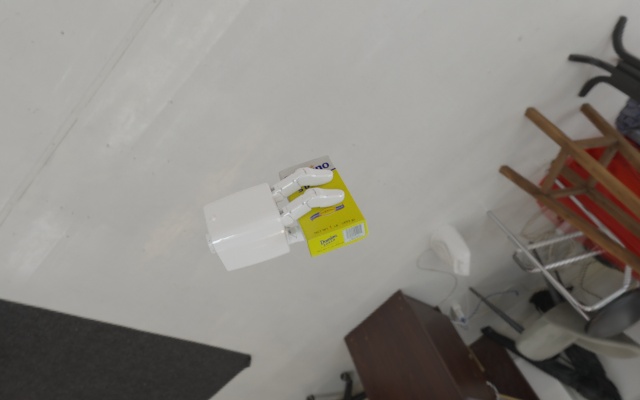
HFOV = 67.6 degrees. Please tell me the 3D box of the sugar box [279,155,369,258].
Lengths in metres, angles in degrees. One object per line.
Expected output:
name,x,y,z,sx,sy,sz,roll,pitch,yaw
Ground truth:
sugar box,0.000,0.002,0.754,0.093,0.048,0.176,-19,45,-8
